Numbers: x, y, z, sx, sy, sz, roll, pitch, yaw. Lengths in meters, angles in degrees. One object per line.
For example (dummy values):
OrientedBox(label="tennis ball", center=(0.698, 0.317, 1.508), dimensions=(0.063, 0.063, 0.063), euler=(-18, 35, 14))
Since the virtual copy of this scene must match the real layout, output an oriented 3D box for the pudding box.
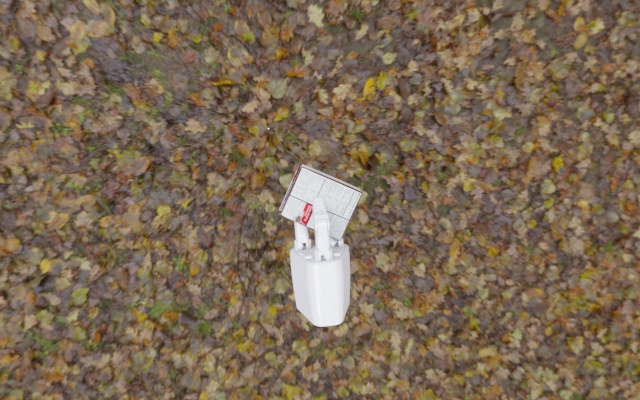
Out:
OrientedBox(label="pudding box", center=(0.000, 0.003, 0.773), dimensions=(0.113, 0.090, 0.039), euler=(23, 7, -10))
